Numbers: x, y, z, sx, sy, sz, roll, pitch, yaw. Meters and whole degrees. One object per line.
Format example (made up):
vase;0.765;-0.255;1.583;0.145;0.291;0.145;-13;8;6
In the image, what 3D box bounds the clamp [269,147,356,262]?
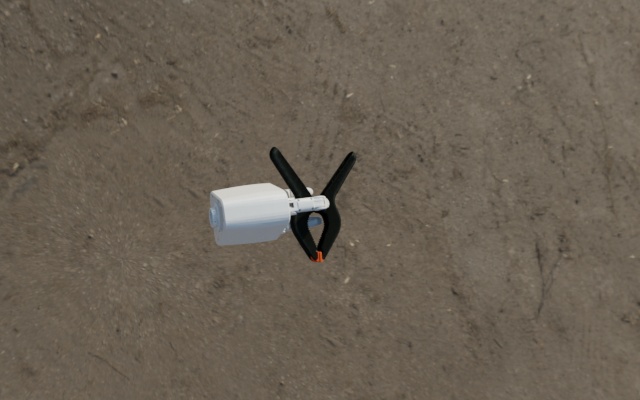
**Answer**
clamp;0.000;0.003;0.852;0.164;0.210;0.036;-7;-4;-22
